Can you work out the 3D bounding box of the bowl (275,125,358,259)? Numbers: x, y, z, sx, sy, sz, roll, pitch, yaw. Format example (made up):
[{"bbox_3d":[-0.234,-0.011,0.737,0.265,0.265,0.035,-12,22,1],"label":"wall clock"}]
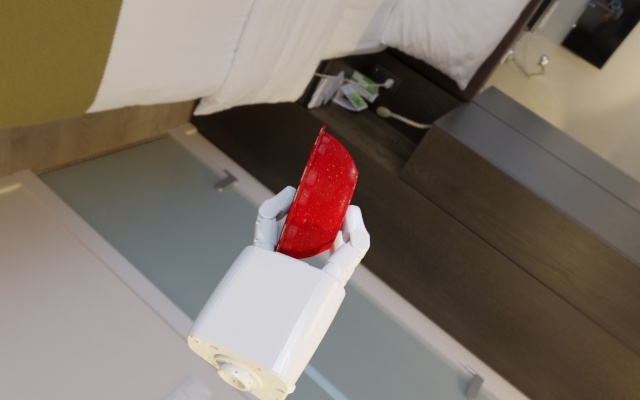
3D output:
[{"bbox_3d":[0.001,0.001,0.527,0.055,0.162,0.162,20,0,-1],"label":"bowl"}]
